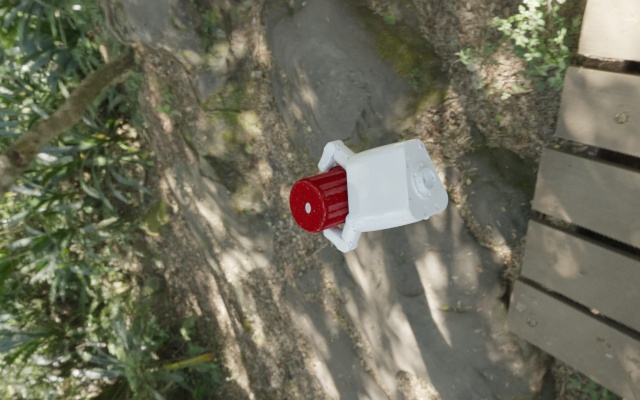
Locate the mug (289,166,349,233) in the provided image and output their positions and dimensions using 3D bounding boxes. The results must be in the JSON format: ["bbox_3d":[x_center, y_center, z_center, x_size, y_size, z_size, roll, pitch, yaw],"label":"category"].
[{"bbox_3d":[-0.001,0.003,0.725,0.081,0.093,0.117,-18,2,-41],"label":"mug"}]
